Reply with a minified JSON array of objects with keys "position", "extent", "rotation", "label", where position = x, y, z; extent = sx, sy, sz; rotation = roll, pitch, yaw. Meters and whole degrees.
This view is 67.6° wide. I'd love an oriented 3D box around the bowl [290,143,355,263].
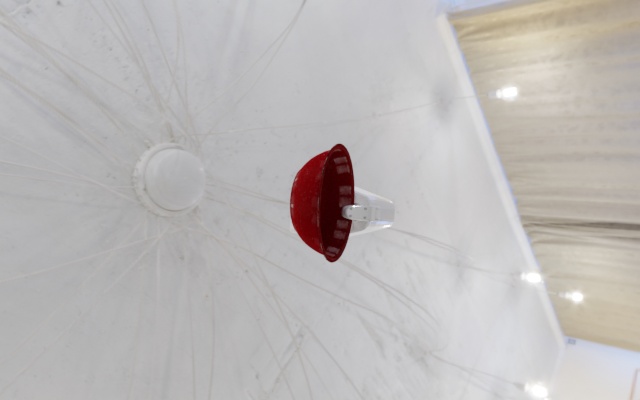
[{"position":[-0.001,0.002,0.655],"extent":[0.055,0.162,0.162],"rotation":[4,1,19],"label":"bowl"}]
